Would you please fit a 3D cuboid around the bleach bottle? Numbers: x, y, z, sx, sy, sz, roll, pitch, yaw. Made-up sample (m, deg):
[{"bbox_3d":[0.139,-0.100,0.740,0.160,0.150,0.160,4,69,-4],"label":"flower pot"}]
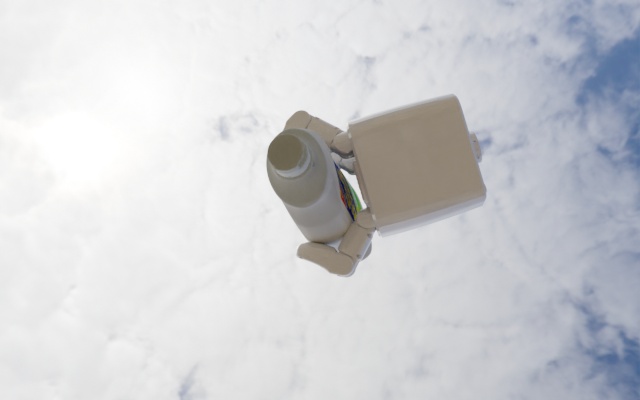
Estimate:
[{"bbox_3d":[0.000,0.001,0.469,0.068,0.102,0.251,-16,-16,7],"label":"bleach bottle"}]
